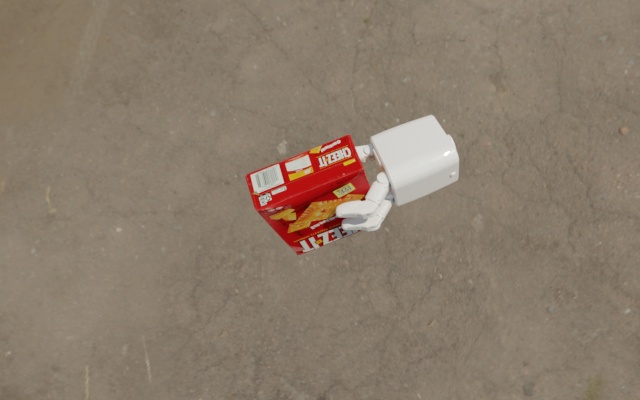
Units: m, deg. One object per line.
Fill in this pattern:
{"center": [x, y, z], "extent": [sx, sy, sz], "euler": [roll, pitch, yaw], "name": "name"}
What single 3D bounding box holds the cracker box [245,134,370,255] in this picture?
{"center": [0.000, 0.002, 0.756], "extent": [0.164, 0.072, 0.214], "euler": [-21, -27, 5], "name": "cracker box"}
